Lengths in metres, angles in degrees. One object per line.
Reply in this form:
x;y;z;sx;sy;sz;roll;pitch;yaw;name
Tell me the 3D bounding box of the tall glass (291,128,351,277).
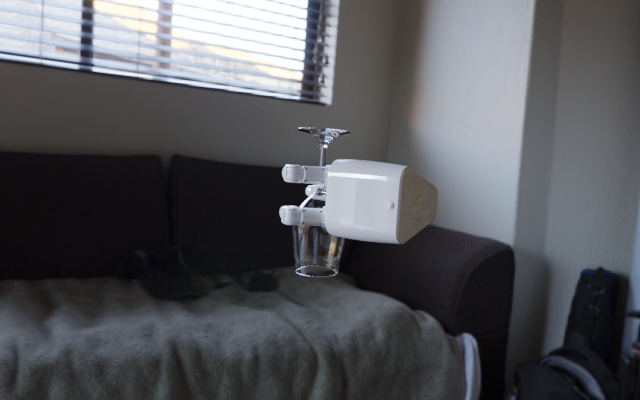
0.000;0.001;0.668;0.079;0.201;0.079;4;5;0;tall glass
